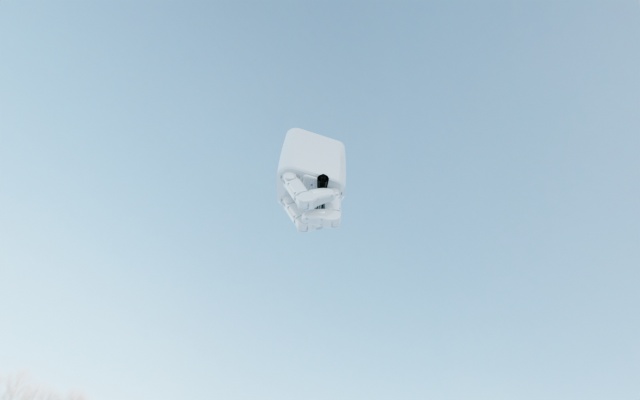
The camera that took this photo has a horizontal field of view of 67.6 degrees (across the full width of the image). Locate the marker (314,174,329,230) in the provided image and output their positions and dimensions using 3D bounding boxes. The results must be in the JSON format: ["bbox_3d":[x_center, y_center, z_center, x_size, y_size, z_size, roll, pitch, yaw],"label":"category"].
[{"bbox_3d":[0.000,0.003,0.773,0.020,0.020,0.121,0,-42,-5],"label":"marker"}]
